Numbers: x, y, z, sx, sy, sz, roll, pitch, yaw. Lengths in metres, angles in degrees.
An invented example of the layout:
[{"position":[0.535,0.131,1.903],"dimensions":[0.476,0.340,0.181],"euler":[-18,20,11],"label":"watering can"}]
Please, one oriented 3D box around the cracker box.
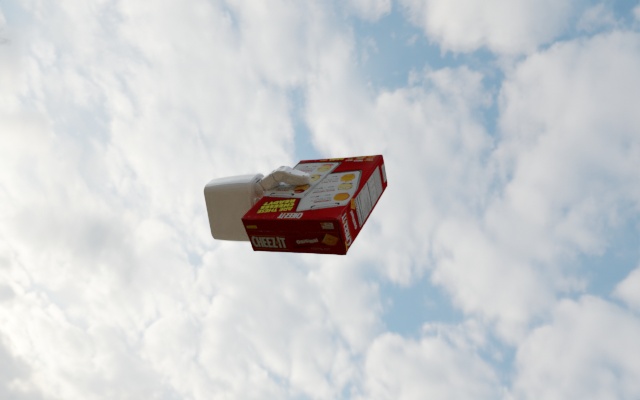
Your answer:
[{"position":[0.000,0.002,0.775],"dimensions":[0.164,0.072,0.213],"euler":[-1,29,27],"label":"cracker box"}]
